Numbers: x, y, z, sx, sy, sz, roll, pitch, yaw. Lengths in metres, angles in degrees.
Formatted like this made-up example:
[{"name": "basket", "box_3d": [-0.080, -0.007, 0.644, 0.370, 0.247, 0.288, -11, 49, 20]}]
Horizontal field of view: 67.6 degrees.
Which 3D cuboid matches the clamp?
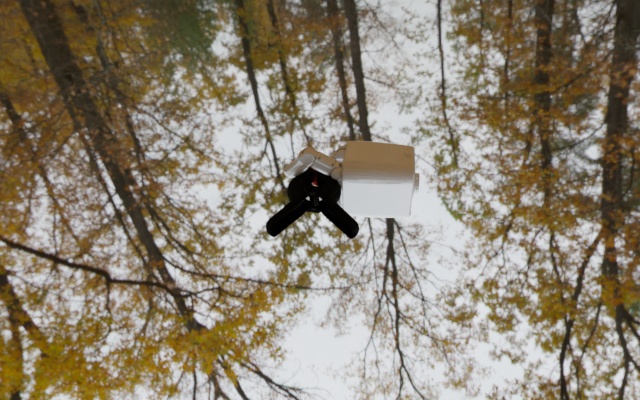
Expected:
[{"name": "clamp", "box_3d": [0.000, 0.003, 0.677, 0.120, 0.039, 0.171, 11, 35, 4]}]
